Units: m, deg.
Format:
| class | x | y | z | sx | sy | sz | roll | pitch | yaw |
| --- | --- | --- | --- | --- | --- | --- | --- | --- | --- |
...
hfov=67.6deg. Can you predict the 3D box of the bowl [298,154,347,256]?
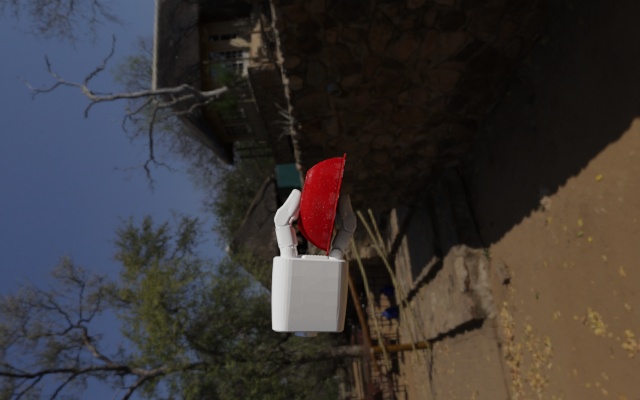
| class | x | y | z | sx | sy | sz | roll | pitch | yaw |
| --- | --- | --- | --- | --- | --- | --- | --- | --- | --- |
| bowl | 0.000 | 0.001 | 0.739 | 0.055 | 0.162 | 0.162 | 11 | 0 | 2 |
